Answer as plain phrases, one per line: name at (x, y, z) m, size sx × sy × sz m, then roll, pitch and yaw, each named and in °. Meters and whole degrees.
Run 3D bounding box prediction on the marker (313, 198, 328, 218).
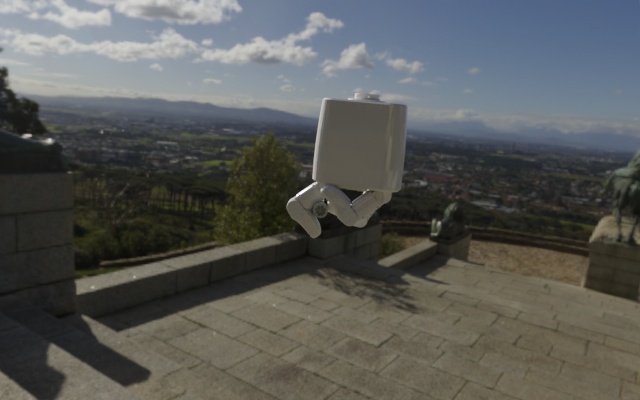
marker at (0.000, 0.002, 0.664) m, size 0.020 × 0.020 × 0.121 m, roll 0°, pitch 10°, yaw 0°
